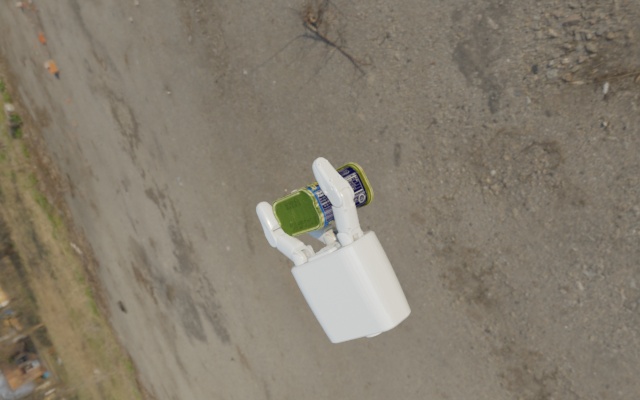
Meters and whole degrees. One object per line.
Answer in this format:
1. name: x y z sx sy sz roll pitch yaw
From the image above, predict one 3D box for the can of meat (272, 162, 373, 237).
1. can of meat: 0.000 0.002 0.590 0.084 0.057 0.102 -27 3 -34
